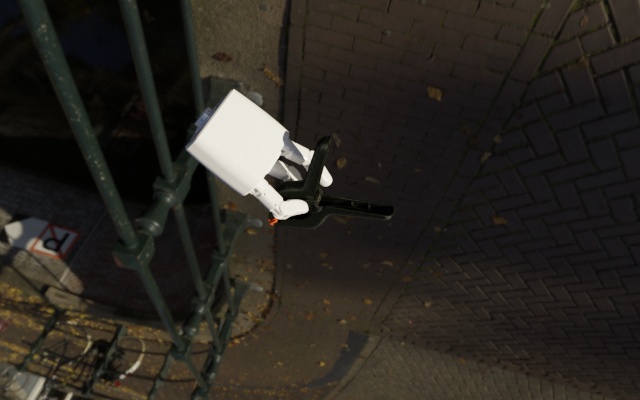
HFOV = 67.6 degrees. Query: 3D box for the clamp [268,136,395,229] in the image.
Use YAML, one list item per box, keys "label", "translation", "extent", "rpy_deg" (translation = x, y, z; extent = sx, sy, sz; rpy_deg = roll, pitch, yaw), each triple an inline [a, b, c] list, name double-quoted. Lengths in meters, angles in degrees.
- label: "clamp"
  translation: [-0.001, 0.003, 0.743]
  extent: [0.164, 0.036, 0.210]
  rpy_deg: [41, -45, -18]
